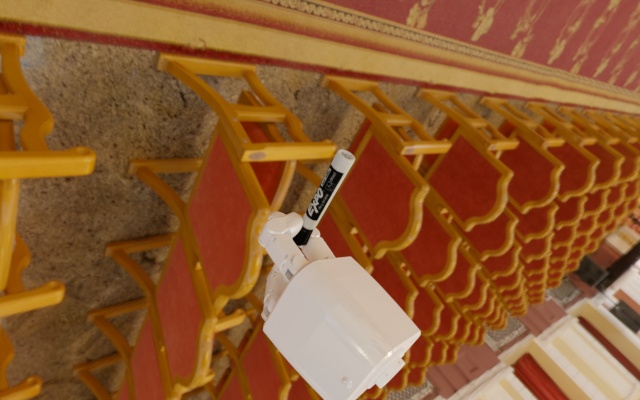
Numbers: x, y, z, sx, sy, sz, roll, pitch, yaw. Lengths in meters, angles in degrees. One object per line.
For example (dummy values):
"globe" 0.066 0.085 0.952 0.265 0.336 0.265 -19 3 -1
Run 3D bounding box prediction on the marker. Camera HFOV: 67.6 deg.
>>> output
"marker" 0.000 0.002 0.488 0.020 0.121 0.020 21 32 -14
